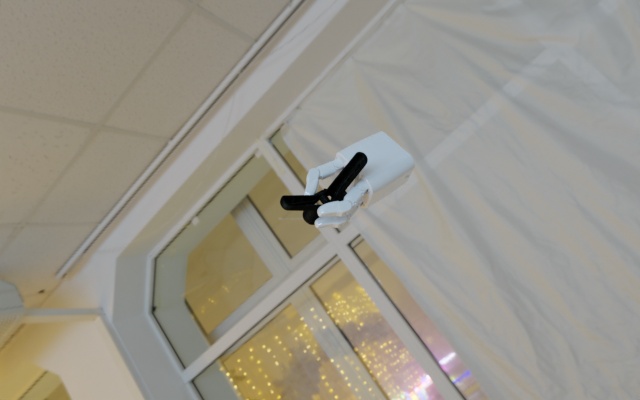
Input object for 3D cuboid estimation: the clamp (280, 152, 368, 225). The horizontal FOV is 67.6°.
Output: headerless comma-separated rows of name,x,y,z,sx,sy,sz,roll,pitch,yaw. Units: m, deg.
clamp,0.000,0.002,0.860,0.164,0.036,0.210,-27,-20,-16
